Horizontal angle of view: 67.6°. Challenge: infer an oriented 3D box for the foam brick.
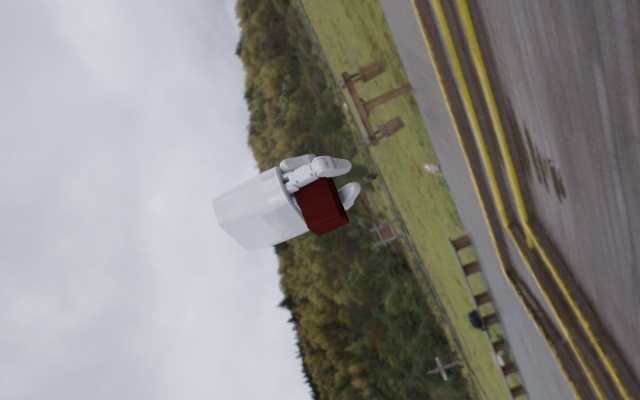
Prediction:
[{"bbox_3d":[0.000,0.002,0.666,0.051,0.078,0.053,-24,-21,8],"label":"foam brick"}]
